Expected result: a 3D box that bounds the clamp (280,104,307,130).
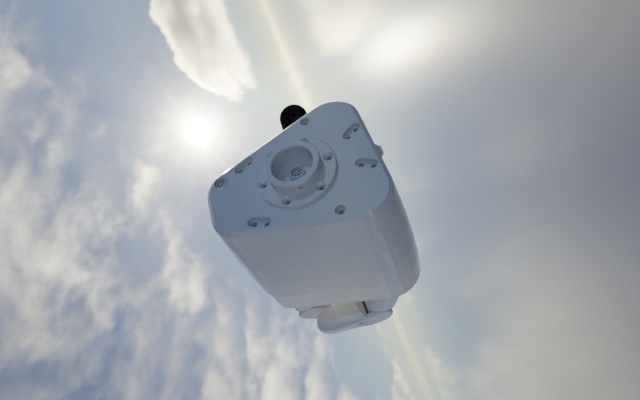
[{"bbox_3d":[0.000,0.002,0.420,0.039,0.171,0.120,-23,-36,3],"label":"clamp"}]
